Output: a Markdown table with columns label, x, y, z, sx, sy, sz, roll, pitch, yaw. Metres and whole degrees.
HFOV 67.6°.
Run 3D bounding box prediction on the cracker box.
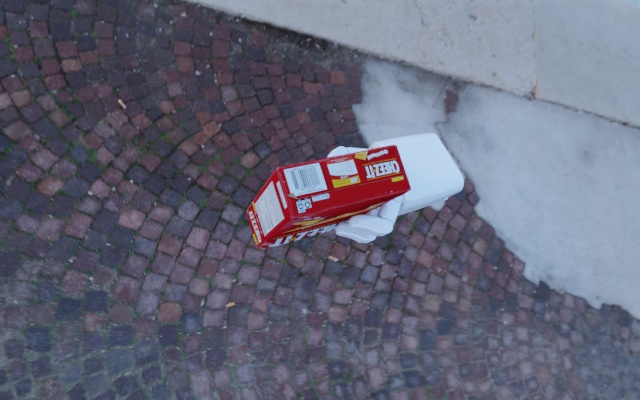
| label | x | y | z | sx | sy | sz | roll | pitch | yaw |
| --- | --- | --- | --- | --- | --- | --- | --- | --- | --- |
| cracker box | 0.000 | 0.002 | 0.664 | 0.164 | 0.072 | 0.214 | -13 | -11 | -21 |
